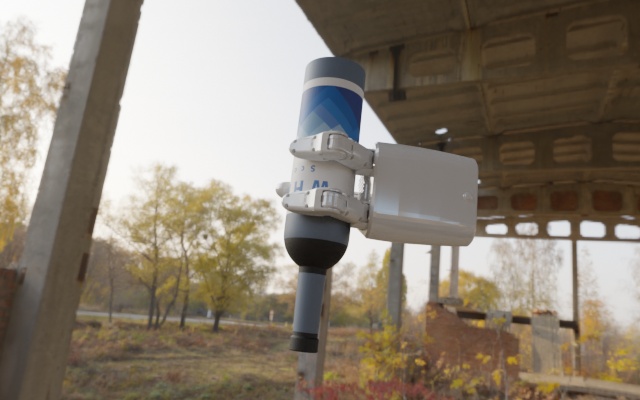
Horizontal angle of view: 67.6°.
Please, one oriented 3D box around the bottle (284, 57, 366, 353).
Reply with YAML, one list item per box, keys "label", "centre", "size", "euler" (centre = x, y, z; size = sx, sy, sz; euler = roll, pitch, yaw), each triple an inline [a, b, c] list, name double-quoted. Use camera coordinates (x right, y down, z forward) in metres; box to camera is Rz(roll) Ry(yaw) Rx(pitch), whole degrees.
- label: "bottle"
  centre: [0.000, 0.001, 0.489]
  size: [0.069, 0.295, 0.069]
  euler: [6, -14, 2]
